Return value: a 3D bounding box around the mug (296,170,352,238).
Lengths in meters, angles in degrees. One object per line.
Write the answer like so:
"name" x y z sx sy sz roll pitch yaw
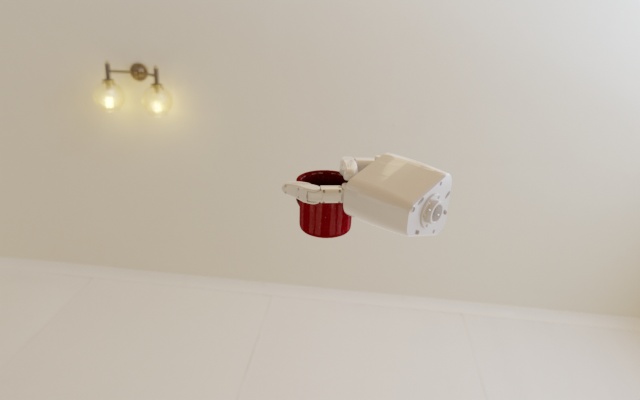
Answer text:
"mug" -0.001 0.002 0.744 0.117 0.081 0.093 22 30 40
